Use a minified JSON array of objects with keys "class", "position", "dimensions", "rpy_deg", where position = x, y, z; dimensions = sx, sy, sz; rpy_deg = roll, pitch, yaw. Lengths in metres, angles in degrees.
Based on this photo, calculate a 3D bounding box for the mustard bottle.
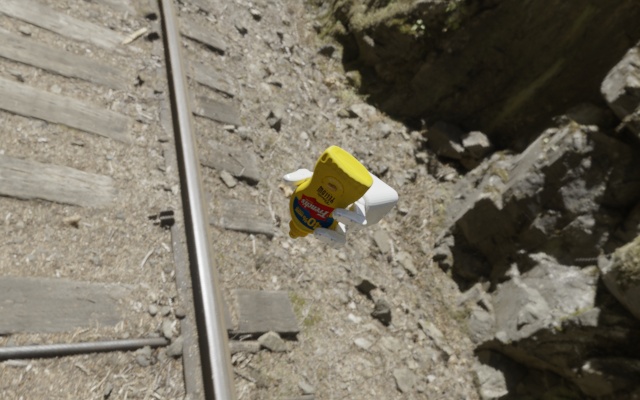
[{"class":"mustard bottle","position":[0.000,0.003,0.828],"dimensions":[0.192,0.096,0.058],"rpy_deg":[-50,-1,33]}]
